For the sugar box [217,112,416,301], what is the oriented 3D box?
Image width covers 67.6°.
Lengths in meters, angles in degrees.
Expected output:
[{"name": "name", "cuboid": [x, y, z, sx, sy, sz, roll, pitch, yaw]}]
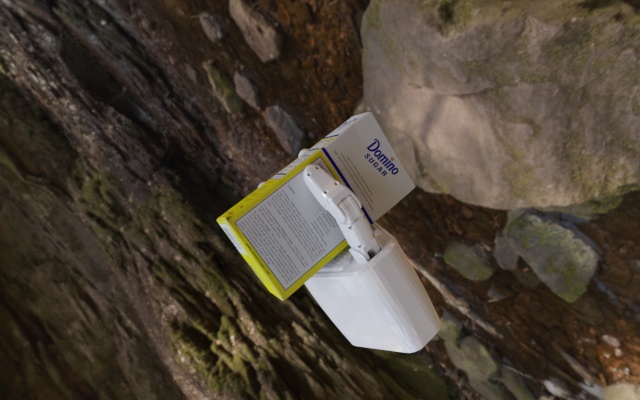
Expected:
[{"name": "sugar box", "cuboid": [0.000, 0.002, 0.460, 0.176, 0.093, 0.048, -39, 16, -20]}]
